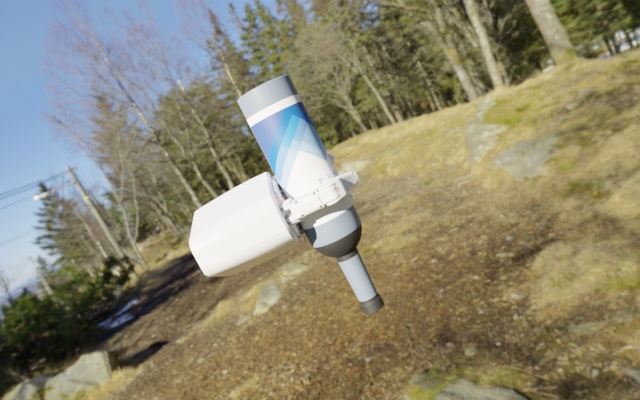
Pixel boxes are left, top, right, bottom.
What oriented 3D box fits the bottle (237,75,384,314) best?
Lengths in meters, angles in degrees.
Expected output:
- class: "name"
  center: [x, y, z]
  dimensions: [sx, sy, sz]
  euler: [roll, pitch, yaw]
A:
- class: "bottle"
  center: [0.000, 0.002, 0.565]
  dimensions: [0.069, 0.296, 0.069]
  euler: [-26, 7, 4]
